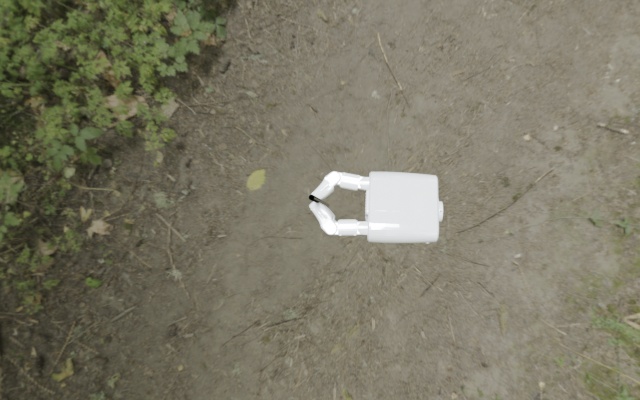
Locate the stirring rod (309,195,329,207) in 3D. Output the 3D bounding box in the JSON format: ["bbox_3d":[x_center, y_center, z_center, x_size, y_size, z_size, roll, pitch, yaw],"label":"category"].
[{"bbox_3d":[0.000,0.002,0.779,0.011,0.011,0.239,0,-3,6],"label":"stirring rod"}]
